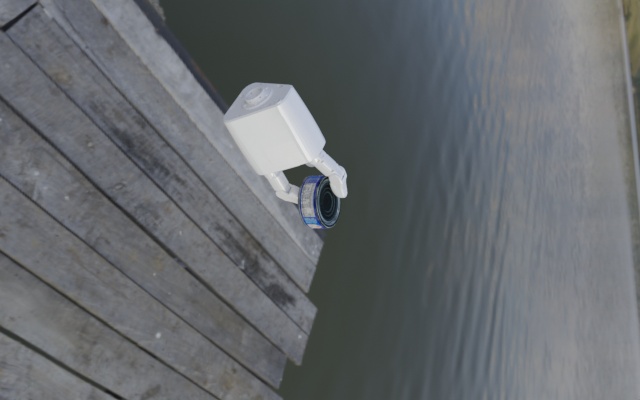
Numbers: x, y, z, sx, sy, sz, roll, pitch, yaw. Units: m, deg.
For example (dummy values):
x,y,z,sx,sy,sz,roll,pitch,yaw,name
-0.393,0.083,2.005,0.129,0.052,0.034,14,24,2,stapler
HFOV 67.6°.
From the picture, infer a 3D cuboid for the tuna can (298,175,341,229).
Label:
x,y,z,sx,sy,sz,roll,pitch,yaw,name
0.001,0.003,0.760,0.034,0.086,0.086,-1,0,29,tuna can
